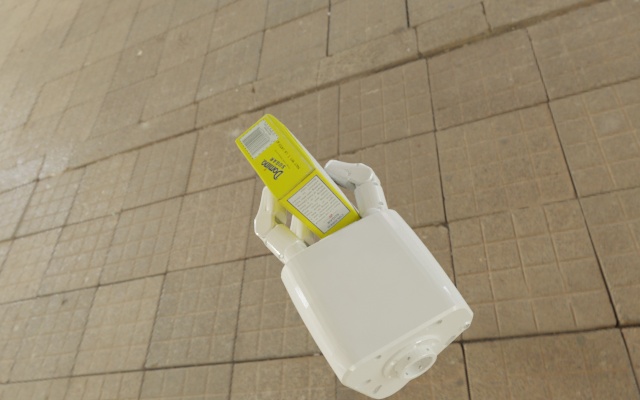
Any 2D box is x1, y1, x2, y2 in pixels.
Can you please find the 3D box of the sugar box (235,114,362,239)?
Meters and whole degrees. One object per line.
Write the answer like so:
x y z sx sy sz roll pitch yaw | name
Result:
0.000 0.002 0.454 0.093 0.048 0.176 52 2 41 | sugar box
